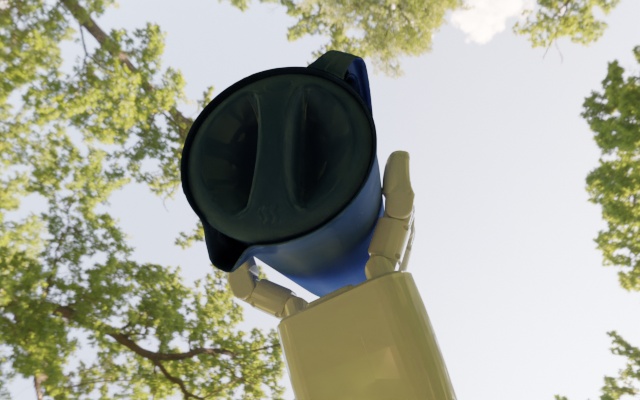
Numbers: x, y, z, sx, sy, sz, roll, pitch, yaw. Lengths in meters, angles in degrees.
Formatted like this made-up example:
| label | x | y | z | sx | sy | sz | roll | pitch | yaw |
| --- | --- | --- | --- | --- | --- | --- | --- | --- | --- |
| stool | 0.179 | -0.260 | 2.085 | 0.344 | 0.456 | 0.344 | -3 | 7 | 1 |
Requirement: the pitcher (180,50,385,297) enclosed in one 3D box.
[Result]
| label | x | y | z | sx | sy | sz | roll | pitch | yaw |
| --- | --- | --- | --- | --- | --- | --- | --- | --- | --- |
| pitcher | 0.000 | 0.002 | 0.414 | 0.149 | 0.145 | 0.243 | -22 | -26 | 4 |
